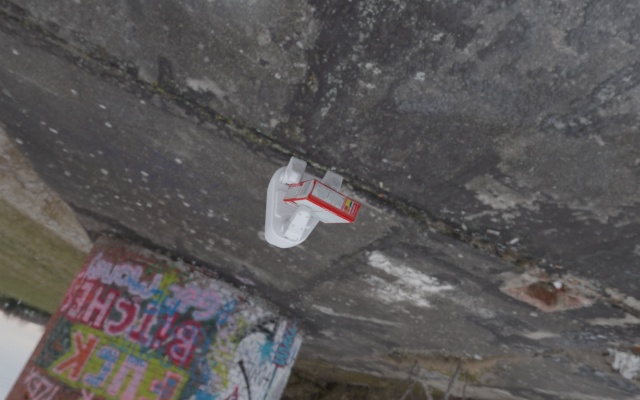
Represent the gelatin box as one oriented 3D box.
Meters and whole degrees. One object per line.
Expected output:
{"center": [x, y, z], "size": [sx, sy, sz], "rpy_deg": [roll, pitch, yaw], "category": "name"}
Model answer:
{"center": [0.000, 0.002, 0.636], "size": [0.073, 0.030, 0.089], "rpy_deg": [28, -13, -21], "category": "gelatin box"}
